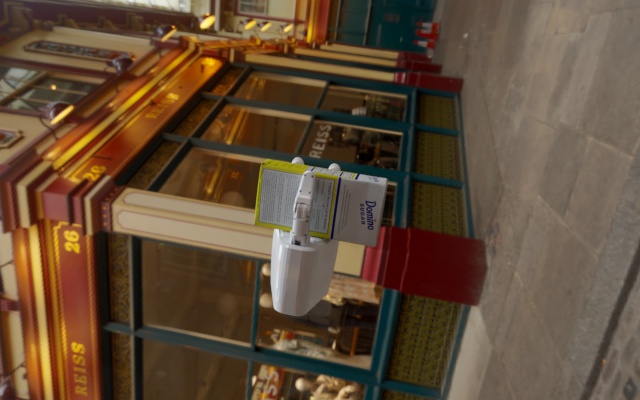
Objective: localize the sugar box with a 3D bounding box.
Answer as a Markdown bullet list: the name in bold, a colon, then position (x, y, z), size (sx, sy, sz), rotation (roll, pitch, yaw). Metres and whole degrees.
- **sugar box**: position (0.000, 0.002, 0.669), size (0.176, 0.093, 0.048), rotation (10, 17, 5)
